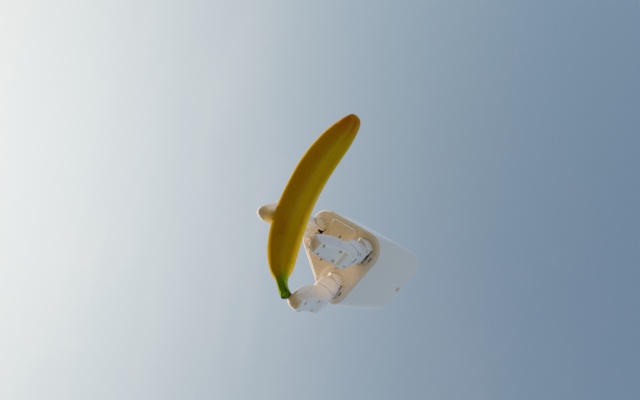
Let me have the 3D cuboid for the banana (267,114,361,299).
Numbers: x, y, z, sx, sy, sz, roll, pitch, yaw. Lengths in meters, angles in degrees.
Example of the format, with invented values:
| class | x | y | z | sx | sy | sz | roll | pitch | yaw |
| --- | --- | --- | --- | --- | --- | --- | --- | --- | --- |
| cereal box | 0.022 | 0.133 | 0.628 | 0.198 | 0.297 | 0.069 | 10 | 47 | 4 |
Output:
| class | x | y | z | sx | sy | sz | roll | pitch | yaw |
| --- | --- | --- | --- | --- | --- | --- | --- | --- | --- |
| banana | -0.014 | 0.001 | 0.501 | 0.069 | 0.198 | 0.037 | 18 | -3 | 45 |
